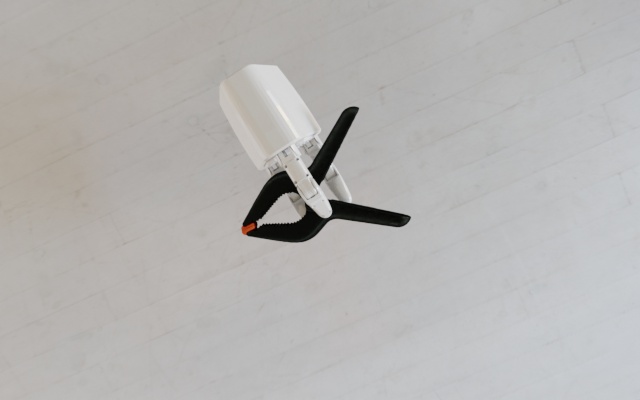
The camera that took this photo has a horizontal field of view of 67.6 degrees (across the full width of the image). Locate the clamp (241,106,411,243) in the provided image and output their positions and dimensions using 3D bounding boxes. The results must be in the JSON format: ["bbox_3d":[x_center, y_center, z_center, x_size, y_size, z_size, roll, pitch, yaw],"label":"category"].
[{"bbox_3d":[-0.001,0.002,0.610,0.210,0.164,0.036,-32,0,5],"label":"clamp"}]
